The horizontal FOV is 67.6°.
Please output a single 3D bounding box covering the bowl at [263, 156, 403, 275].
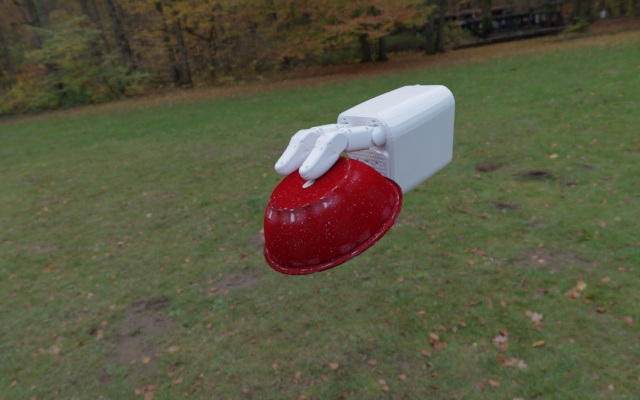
[{"bbox_3d":[-0.001,0.002,0.493,0.162,0.055,0.162,-23,28,13],"label":"bowl"}]
